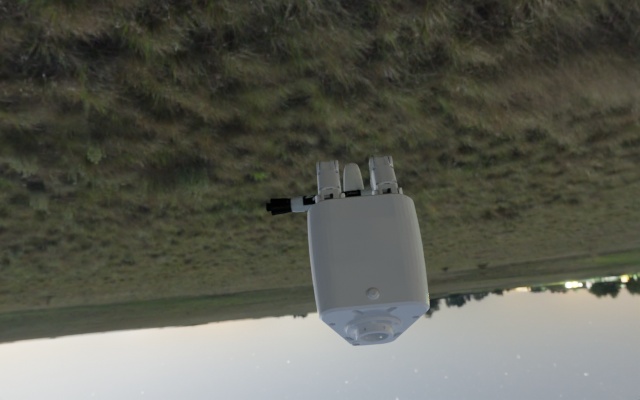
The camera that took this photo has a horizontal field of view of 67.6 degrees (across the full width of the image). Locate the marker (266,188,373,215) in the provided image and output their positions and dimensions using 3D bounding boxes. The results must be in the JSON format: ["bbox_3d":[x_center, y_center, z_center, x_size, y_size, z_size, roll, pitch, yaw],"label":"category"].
[{"bbox_3d":[0.000,0.002,0.527,0.121,0.020,0.020,-6,0,3],"label":"marker"}]
